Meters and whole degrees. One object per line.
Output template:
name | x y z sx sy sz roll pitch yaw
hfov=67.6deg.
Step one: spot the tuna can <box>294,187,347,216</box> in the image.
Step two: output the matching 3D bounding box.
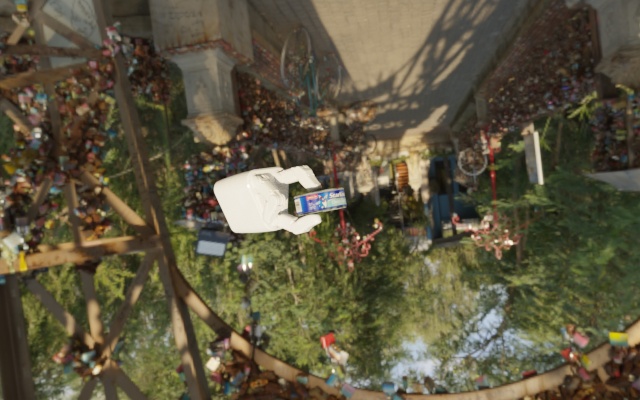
tuna can | 0.000 0.003 0.801 0.086 0.034 0.086 -11 -2 0
